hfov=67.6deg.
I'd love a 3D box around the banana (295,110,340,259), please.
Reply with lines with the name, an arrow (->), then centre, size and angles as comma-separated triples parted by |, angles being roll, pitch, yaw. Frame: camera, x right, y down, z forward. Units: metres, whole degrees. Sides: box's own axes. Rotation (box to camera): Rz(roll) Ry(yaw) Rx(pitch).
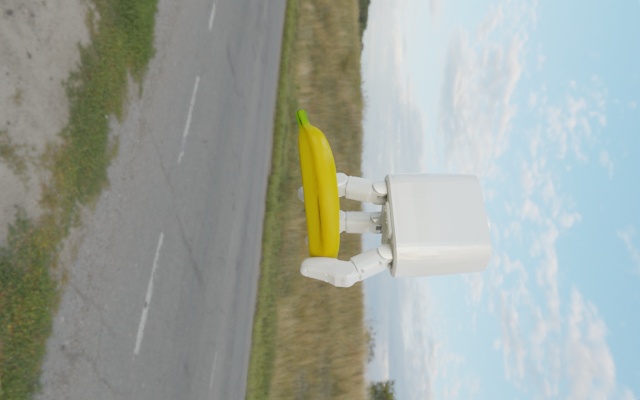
banana -> 0.001, 0.006, 0.513 | 0.037, 0.198, 0.069 | -6, 24, -1
